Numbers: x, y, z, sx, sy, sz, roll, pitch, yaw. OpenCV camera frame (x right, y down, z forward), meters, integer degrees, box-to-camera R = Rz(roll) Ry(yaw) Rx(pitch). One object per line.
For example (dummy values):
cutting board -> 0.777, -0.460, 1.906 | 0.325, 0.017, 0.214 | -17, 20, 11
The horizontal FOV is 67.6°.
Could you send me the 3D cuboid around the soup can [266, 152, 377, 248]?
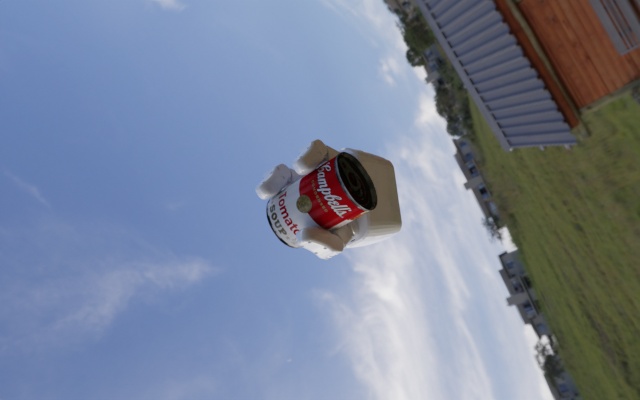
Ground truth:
soup can -> 0.000, 0.002, 0.513 | 0.102, 0.068, 0.068 | -30, -16, 29
